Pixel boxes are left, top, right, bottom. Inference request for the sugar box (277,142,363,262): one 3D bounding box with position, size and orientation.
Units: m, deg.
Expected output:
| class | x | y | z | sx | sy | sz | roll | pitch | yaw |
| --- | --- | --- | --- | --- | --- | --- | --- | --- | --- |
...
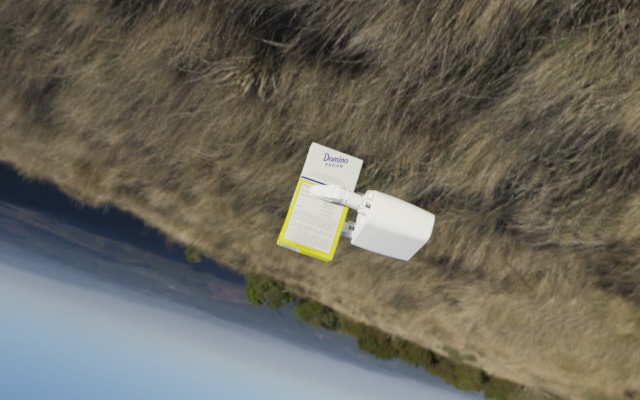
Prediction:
| class | x | y | z | sx | sy | sz | roll | pitch | yaw |
| --- | --- | --- | --- | --- | --- | --- | --- | --- | --- |
| sugar box | 0.000 | 0.003 | 0.788 | 0.093 | 0.176 | 0.048 | 20 | -16 | -4 |
